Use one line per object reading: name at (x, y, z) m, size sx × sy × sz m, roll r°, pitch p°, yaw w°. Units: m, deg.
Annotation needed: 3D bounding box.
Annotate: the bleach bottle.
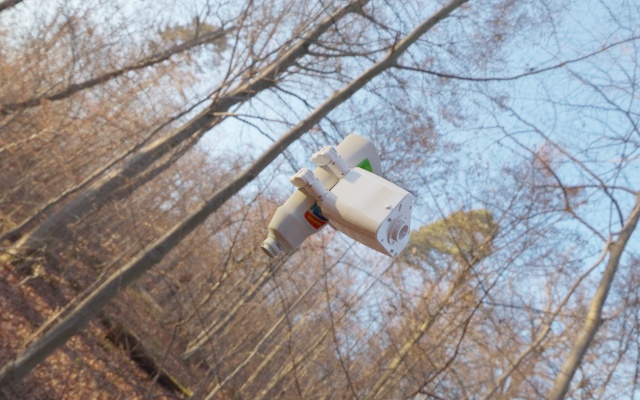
bleach bottle at (0.000, 0.002, 0.794) m, size 0.068 × 0.250 × 0.103 m, roll 28°, pitch -26°, yaw 35°
